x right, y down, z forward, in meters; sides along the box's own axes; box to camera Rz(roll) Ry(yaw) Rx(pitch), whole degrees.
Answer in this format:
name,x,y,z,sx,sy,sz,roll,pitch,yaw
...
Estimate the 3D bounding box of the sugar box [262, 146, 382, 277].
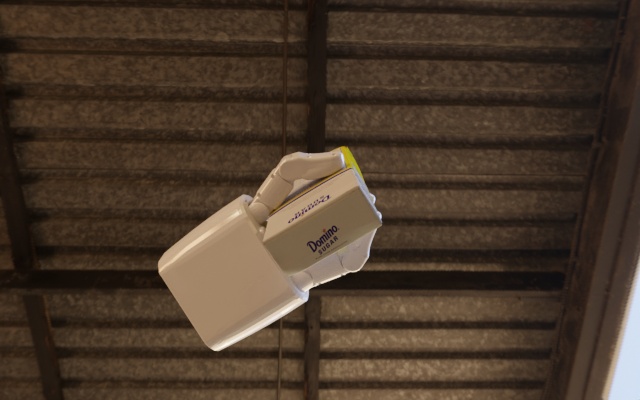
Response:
name,x,y,z,sx,sy,sz,roll,pitch,yaw
sugar box,0.000,0.002,0.461,0.093,0.048,0.176,-31,17,9
